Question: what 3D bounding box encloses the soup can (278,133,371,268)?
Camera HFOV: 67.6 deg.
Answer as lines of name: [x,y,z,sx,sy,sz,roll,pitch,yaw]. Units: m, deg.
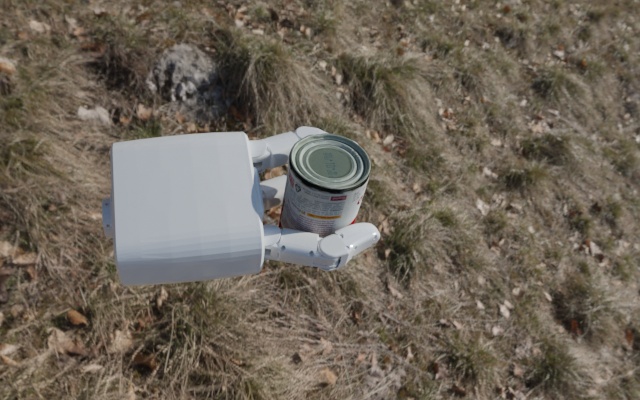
soup can: [0.001,0.001,0.411,0.068,0.068,0.102,0,-42,-12]
